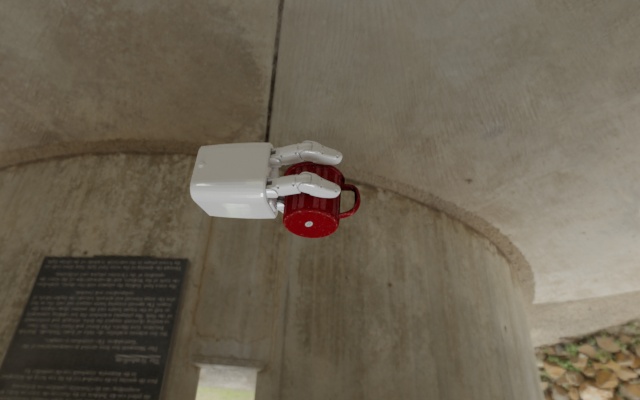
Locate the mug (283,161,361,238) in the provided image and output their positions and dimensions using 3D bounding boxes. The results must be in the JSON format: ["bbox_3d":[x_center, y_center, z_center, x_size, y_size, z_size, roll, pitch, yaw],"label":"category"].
[{"bbox_3d":[0.002,0.003,0.698,0.117,0.081,0.093,0,-33,6],"label":"mug"}]
